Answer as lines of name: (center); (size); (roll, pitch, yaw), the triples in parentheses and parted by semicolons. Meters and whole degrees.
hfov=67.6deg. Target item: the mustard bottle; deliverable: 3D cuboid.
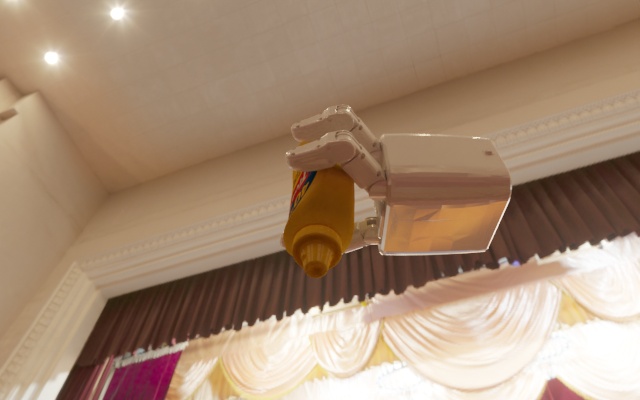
mustard bottle: (0.000, 0.001, 0.447); (0.058, 0.096, 0.191); (20, 32, -11)
